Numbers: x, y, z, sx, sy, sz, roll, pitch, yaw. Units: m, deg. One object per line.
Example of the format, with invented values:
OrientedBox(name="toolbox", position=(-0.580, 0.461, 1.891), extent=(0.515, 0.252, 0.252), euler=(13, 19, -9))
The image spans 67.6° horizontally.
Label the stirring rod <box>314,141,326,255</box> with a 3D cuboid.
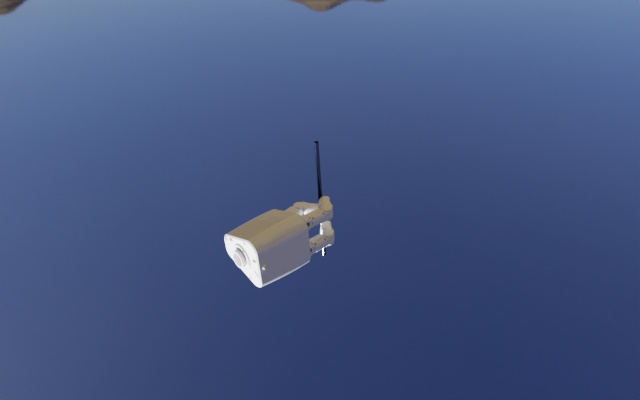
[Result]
OrientedBox(name="stirring rod", position=(0.000, 0.003, 0.880), extent=(0.011, 0.240, 0.011), euler=(-3, 31, 2))
